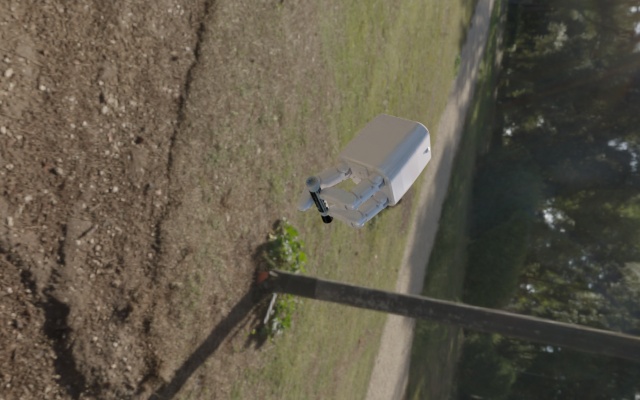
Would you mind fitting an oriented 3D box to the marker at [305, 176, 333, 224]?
[{"bbox_3d":[0.000,0.002,0.741,0.020,0.020,0.121,0,-30,15],"label":"marker"}]
